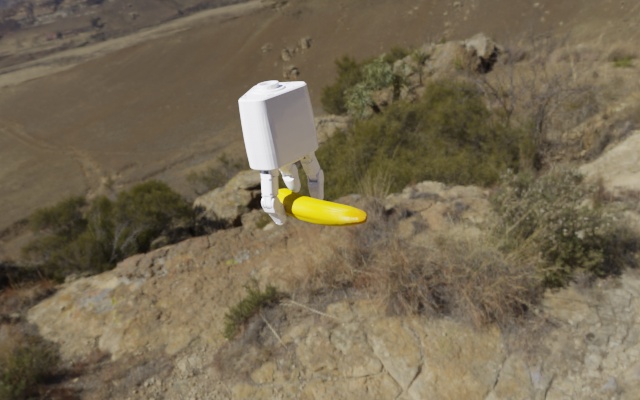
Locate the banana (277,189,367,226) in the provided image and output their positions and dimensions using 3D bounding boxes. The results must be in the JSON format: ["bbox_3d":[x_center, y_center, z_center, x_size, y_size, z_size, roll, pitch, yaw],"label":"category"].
[{"bbox_3d":[-0.016,0.008,0.750,0.069,0.037,0.197,-22,27,-34],"label":"banana"}]
